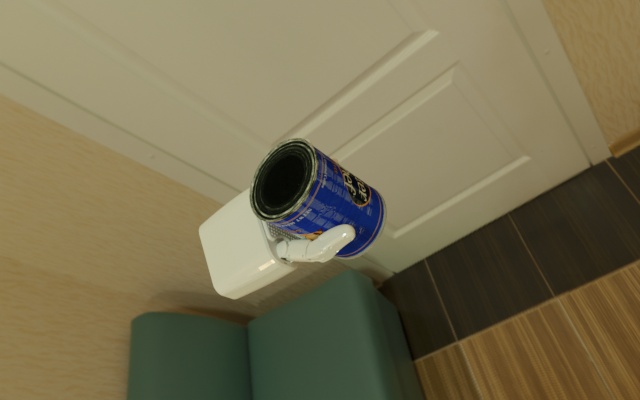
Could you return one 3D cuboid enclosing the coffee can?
[{"bbox_3d":[0.000,0.002,0.578,0.103,0.102,0.140,0,-22,43],"label":"coffee can"}]
